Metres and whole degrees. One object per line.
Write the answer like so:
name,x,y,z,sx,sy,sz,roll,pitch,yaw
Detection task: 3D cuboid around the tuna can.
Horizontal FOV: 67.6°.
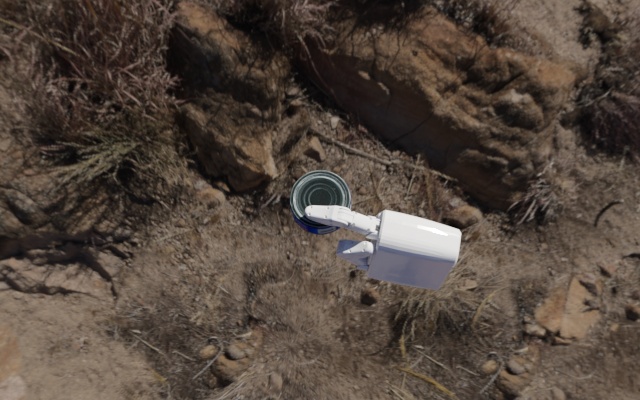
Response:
tuna can,0.000,0.002,0.662,0.086,0.086,0.034,0,-18,2
